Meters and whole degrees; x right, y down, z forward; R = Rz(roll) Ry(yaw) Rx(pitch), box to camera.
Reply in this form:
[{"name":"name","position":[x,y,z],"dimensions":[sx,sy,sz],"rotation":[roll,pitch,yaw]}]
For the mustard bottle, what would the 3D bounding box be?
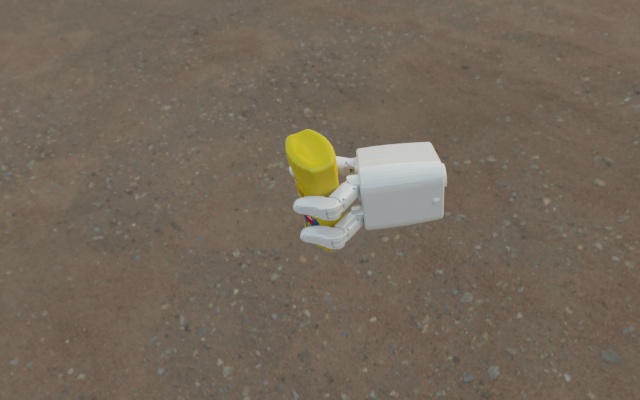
[{"name":"mustard bottle","position":[0.000,0.002,0.668],"dimensions":[0.058,0.192,0.096],"rotation":[-23,43,-12]}]
